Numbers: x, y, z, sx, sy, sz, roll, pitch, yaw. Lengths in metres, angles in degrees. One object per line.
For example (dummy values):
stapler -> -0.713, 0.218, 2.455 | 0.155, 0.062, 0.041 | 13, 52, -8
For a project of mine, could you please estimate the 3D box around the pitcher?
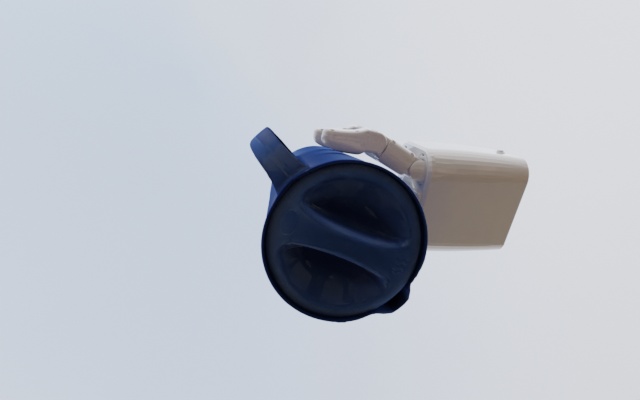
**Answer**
pitcher -> 0.000, 0.002, 0.481 | 0.145, 0.149, 0.242 | 3, 12, -8
